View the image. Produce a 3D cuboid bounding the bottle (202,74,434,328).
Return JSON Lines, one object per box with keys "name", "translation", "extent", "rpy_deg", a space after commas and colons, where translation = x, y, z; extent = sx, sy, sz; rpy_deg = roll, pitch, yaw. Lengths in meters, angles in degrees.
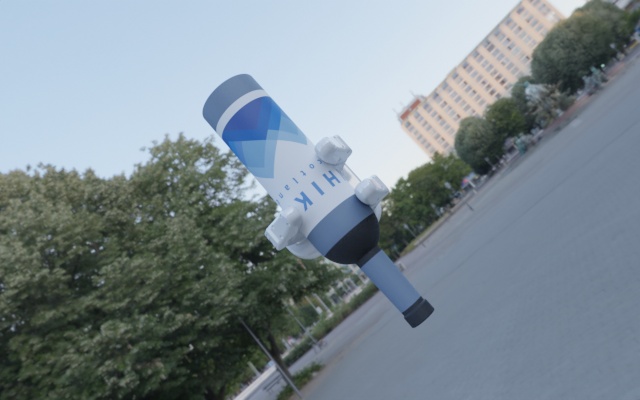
{"name": "bottle", "translation": [0.000, 0.001, 0.469], "extent": [0.069, 0.295, 0.069], "rpy_deg": [-40, -10, -9]}
